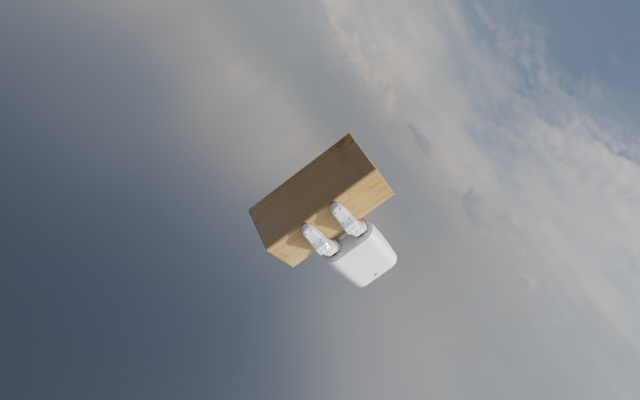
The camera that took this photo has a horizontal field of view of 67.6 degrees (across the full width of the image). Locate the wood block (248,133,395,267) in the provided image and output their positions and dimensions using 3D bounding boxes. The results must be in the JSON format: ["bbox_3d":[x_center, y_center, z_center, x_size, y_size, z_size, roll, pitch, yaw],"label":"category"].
[{"bbox_3d":[0.000,0.002,0.767,0.206,0.090,0.090,-37,-37,8],"label":"wood block"}]
